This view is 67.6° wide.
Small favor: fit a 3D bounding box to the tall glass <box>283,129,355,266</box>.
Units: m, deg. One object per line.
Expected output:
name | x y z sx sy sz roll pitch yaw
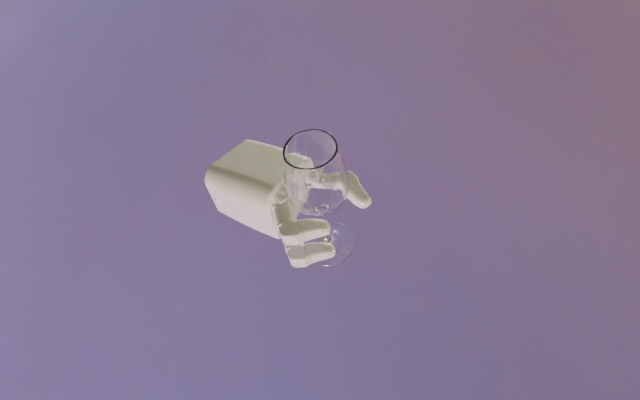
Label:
tall glass | 0.000 0.002 0.608 0.079 0.079 0.201 0 -37 8
